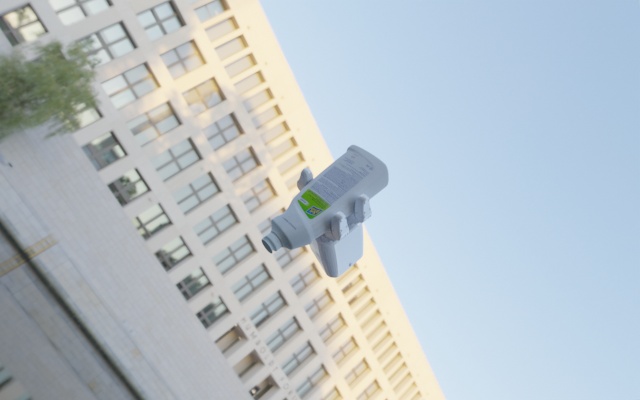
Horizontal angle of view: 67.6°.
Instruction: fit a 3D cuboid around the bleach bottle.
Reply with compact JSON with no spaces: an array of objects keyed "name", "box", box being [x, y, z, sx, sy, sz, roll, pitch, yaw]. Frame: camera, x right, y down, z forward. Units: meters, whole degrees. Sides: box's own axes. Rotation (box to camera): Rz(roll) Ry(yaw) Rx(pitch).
[{"name":"bleach bottle","box":[0.000,0.003,0.827,0.250,0.068,0.102,-36,50,-23]}]
